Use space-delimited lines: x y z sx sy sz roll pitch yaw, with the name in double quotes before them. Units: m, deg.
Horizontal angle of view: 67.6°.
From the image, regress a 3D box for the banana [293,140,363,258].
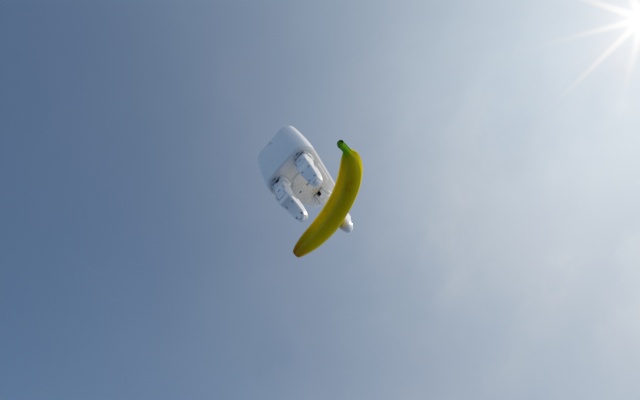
"banana" 0.018 0.002 0.702 0.069 0.198 0.037 7 27 -29
